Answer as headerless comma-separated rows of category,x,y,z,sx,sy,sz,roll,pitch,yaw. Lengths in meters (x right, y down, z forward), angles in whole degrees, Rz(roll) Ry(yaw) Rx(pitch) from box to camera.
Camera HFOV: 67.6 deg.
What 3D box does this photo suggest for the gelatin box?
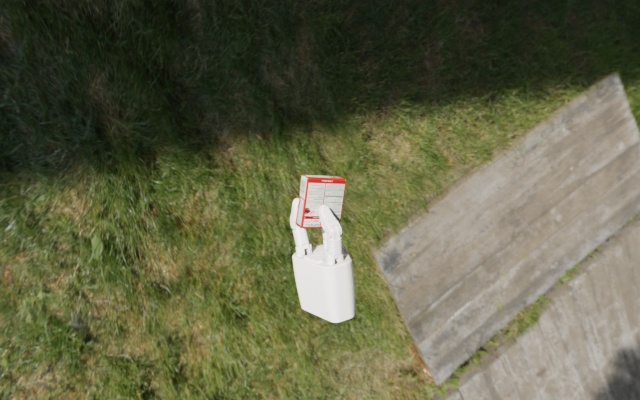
gelatin box,0.000,0.002,0.812,0.073,0.089,0.030,1,14,-25
